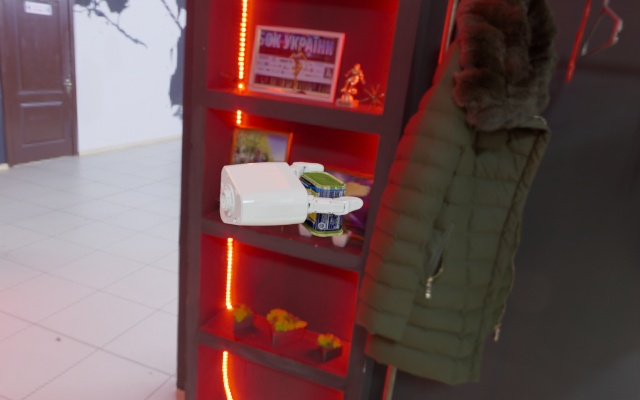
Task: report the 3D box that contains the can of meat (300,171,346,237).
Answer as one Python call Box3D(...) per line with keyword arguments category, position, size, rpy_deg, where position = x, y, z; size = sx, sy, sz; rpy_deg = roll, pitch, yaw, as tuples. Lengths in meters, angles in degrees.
Box3D(category="can of meat", position=(0.000, 0.002, 0.803), size=(0.057, 0.084, 0.102), rpy_deg=(-3, 19, -25))
